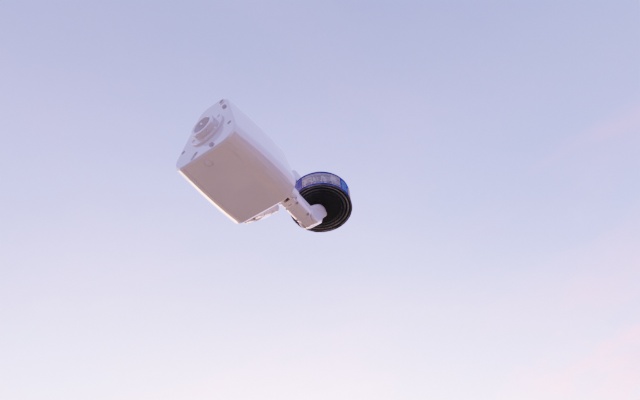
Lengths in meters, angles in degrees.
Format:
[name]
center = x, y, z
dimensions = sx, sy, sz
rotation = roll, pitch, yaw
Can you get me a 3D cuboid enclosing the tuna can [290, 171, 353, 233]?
[tuna can]
center = 0.000, 0.002, 0.662
dimensions = 0.086, 0.086, 0.033
rotation = 0, 40, -4
